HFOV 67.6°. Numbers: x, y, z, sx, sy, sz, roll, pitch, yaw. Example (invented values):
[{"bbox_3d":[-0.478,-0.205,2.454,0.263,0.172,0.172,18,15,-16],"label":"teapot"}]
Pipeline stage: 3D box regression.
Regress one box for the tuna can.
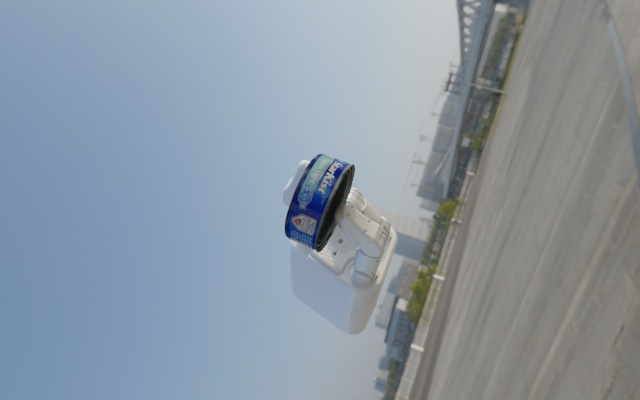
[{"bbox_3d":[0.000,0.001,0.436,0.034,0.086,0.086,22,4,11],"label":"tuna can"}]
